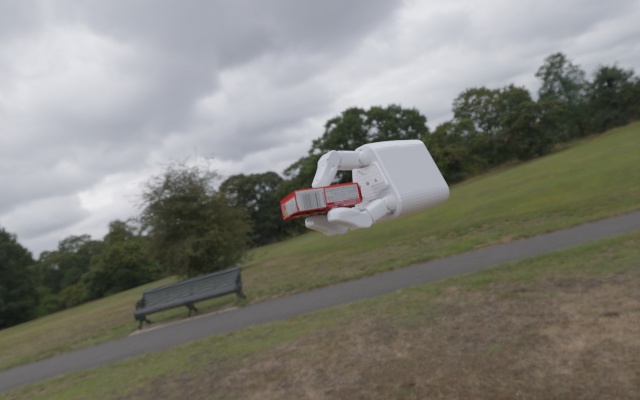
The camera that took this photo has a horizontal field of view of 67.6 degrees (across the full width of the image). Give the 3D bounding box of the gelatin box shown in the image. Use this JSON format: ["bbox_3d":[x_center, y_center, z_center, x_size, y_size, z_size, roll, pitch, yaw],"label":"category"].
[{"bbox_3d":[0.000,0.002,0.624,0.089,0.030,0.073,-8,-7,-21],"label":"gelatin box"}]
